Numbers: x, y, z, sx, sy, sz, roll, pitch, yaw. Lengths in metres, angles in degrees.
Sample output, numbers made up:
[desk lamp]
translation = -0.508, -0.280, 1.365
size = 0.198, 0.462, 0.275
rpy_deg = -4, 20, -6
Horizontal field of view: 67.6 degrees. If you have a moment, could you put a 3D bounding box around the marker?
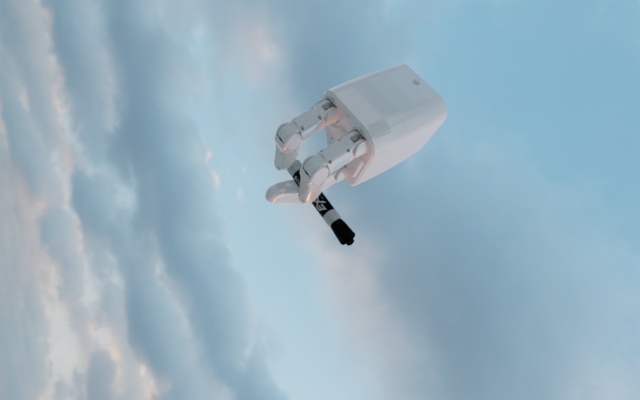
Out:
[marker]
translation = 0.000, 0.002, 0.525
size = 0.020, 0.121, 0.020
rpy_deg = -27, -29, -17
